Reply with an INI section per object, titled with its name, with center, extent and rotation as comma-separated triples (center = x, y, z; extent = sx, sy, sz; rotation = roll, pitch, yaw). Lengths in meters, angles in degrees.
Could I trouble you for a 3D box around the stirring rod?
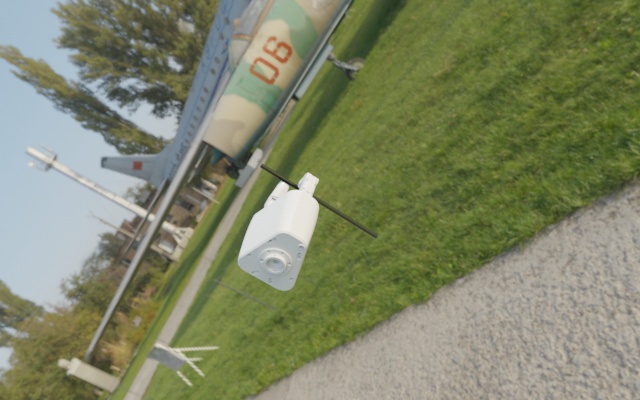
[stirring rod]
center = 0.000, 0.003, 0.828
extent = 0.239, 0.011, 0.011
rotation = 32, -7, -12
